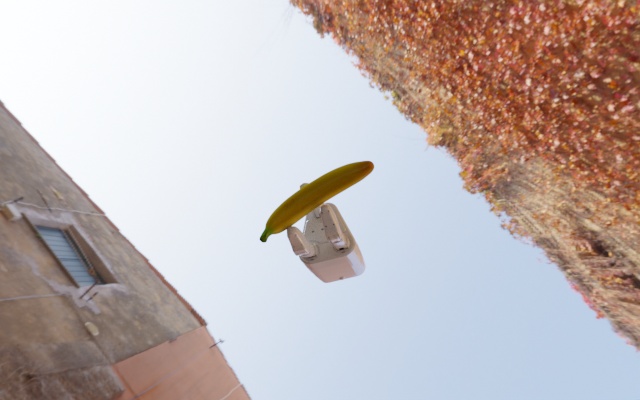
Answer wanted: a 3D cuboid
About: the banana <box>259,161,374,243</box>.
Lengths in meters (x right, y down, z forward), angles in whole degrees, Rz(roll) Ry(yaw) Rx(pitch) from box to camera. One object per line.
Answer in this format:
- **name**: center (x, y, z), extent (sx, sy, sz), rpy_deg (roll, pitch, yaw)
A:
- **banana**: center (-0.008, -0.002, 0.716), extent (0.198, 0.037, 0.069), rpy_deg (-36, 28, -2)
